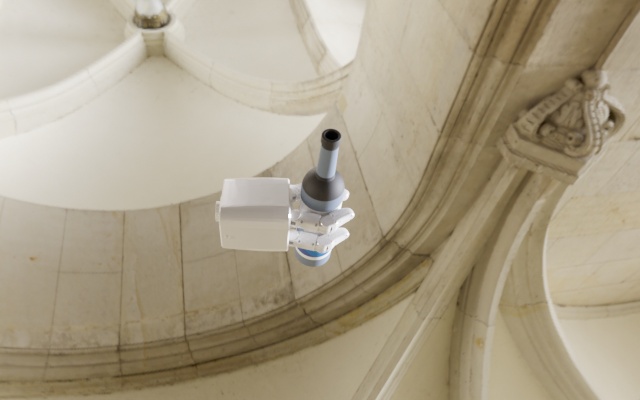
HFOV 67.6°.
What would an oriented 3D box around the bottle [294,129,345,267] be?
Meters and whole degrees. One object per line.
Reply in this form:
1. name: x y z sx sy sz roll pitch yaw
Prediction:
1. bottle: 0.000 0.003 0.757 0.069 0.069 0.296 0 -38 -7
